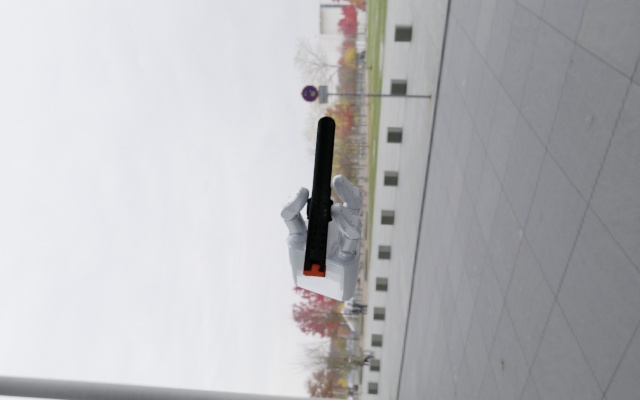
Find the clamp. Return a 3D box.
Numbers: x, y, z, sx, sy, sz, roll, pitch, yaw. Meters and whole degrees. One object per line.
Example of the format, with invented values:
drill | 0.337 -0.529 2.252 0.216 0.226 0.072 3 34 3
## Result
clamp | -0.001 0.003 0.645 0.036 0.209 0.165 4 -43 3
